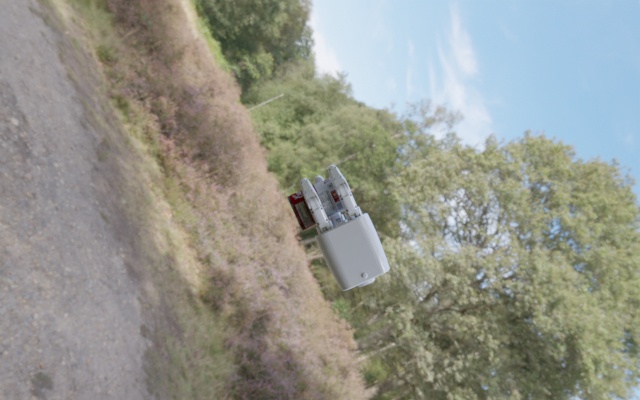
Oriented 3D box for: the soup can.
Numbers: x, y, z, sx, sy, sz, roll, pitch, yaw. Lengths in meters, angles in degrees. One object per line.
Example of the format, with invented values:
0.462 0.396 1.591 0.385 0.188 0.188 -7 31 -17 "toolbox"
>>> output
0.000 0.002 0.860 0.102 0.068 0.068 -24 0 -1 "soup can"
